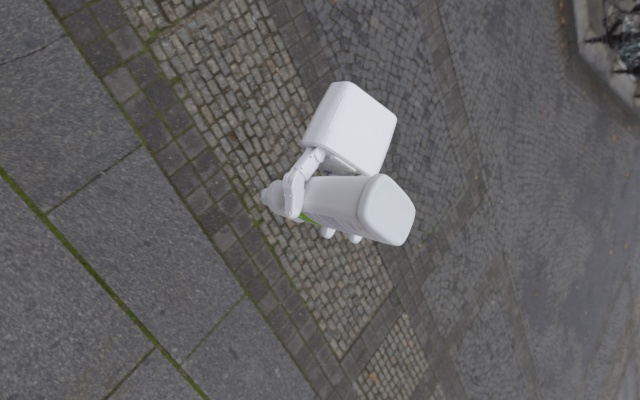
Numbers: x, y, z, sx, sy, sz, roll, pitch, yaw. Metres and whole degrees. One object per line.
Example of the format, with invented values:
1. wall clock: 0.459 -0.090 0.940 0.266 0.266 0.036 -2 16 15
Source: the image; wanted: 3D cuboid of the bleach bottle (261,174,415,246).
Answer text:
1. bleach bottle: 0.000 0.002 0.661 0.251 0.068 0.103 8 -23 45
